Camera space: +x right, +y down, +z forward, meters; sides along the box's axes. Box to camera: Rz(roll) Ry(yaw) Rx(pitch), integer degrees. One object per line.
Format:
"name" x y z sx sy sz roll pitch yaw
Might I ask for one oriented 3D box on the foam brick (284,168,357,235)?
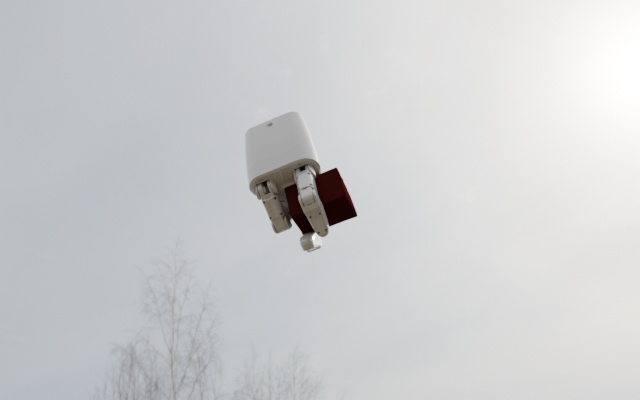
"foam brick" 0.000 0.002 0.628 0.078 0.051 0.053 -21 -40 8
